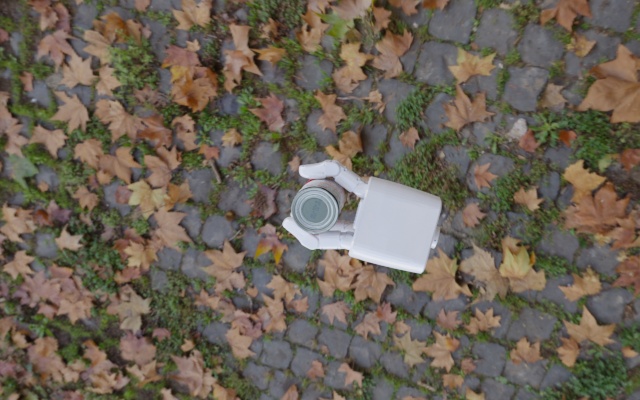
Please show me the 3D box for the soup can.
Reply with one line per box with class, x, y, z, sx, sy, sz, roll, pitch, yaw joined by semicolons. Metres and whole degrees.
soup can;0.000;0.002;0.684;0.068;0.068;0.102;0;14;9
